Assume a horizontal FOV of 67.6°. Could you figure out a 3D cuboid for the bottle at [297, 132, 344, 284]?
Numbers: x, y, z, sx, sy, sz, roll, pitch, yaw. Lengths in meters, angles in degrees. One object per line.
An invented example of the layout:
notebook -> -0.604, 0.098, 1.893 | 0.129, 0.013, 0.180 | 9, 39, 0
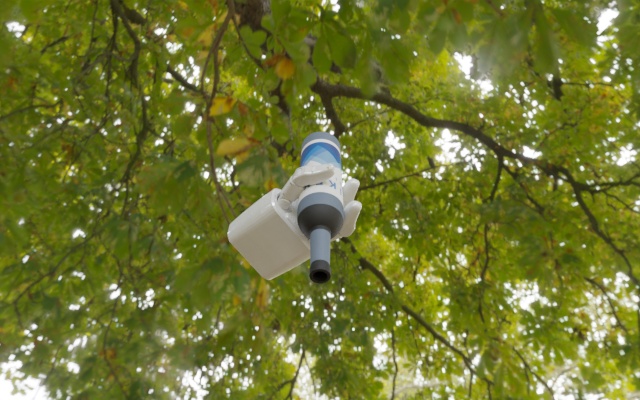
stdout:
bottle -> 0.000, 0.002, 0.705 | 0.069, 0.069, 0.295 | 0, 39, 0
